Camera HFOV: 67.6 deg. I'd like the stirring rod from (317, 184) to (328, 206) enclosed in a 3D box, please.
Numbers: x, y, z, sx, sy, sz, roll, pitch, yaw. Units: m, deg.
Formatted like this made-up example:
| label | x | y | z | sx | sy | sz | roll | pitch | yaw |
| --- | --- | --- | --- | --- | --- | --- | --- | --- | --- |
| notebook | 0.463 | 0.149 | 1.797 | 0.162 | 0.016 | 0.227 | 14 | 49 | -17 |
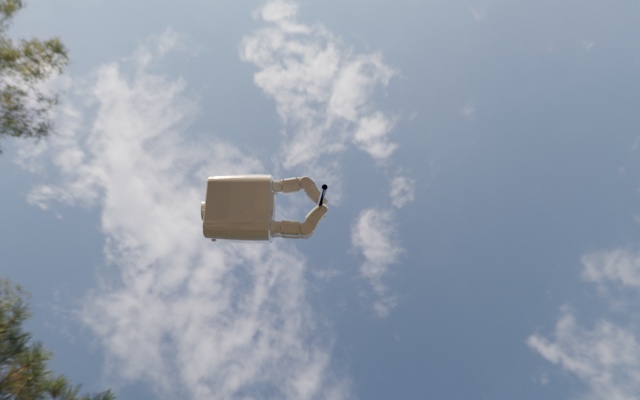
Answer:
| label | x | y | z | sx | sy | sz | roll | pitch | yaw |
| --- | --- | --- | --- | --- | --- | --- | --- | --- | --- |
| stirring rod | 0.000 | 0.002 | 0.749 | 0.011 | 0.011 | 0.239 | 0 | -10 | -3 |
